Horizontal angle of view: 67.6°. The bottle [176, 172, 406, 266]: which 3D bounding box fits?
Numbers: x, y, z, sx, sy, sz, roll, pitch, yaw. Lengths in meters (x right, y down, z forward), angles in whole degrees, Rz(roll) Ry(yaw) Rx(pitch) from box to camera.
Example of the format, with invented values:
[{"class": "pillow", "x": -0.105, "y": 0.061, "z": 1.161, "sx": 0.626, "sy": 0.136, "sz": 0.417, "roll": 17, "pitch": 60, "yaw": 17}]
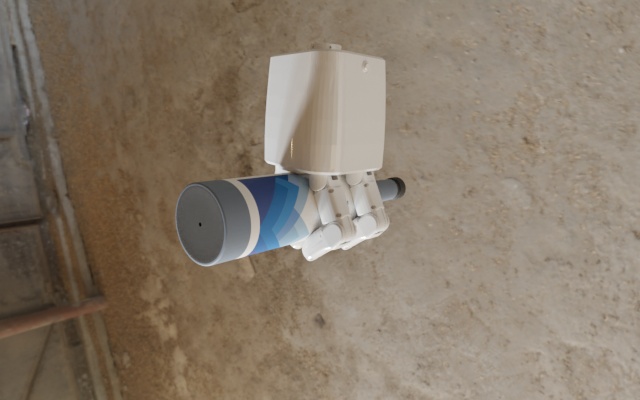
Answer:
[{"class": "bottle", "x": 0.000, "y": 0.002, "z": 0.483, "sx": 0.069, "sy": 0.069, "sz": 0.295, "roll": 0, "pitch": 7, "yaw": 40}]
